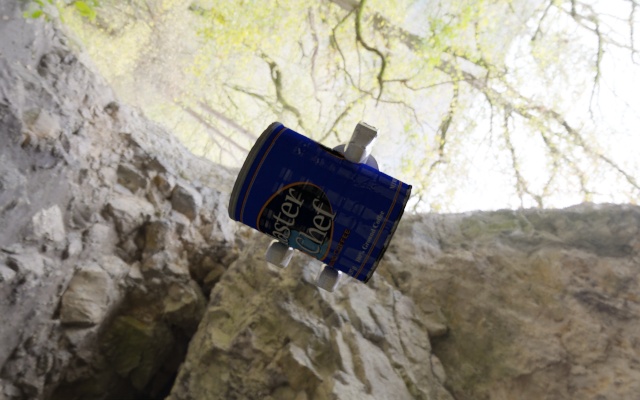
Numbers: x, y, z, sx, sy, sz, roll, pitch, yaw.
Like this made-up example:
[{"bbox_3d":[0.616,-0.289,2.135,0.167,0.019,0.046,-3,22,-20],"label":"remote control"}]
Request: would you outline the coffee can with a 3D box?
[{"bbox_3d":[0.000,0.001,0.448,0.140,0.103,0.103,26,2,4],"label":"coffee can"}]
